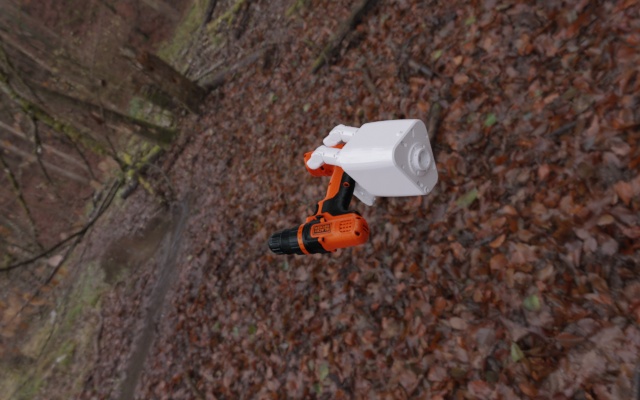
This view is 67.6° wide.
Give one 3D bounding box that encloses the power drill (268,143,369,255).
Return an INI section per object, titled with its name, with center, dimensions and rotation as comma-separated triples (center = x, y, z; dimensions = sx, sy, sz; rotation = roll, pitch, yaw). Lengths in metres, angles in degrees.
[power drill]
center = 0.000, 0.002, 0.812
dimensions = 0.184, 0.187, 0.057
rotation = -10, -32, 29
